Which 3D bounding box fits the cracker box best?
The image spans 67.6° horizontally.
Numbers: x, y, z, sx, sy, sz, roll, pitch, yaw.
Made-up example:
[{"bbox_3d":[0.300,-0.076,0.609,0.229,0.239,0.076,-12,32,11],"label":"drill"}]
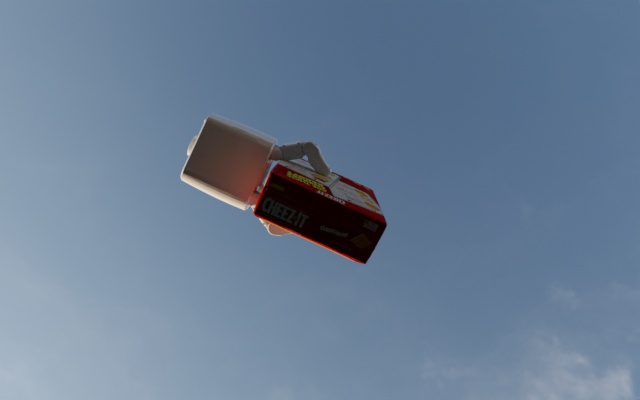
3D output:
[{"bbox_3d":[0.000,0.002,0.705,0.164,0.072,0.213,24,12,-4],"label":"cracker box"}]
